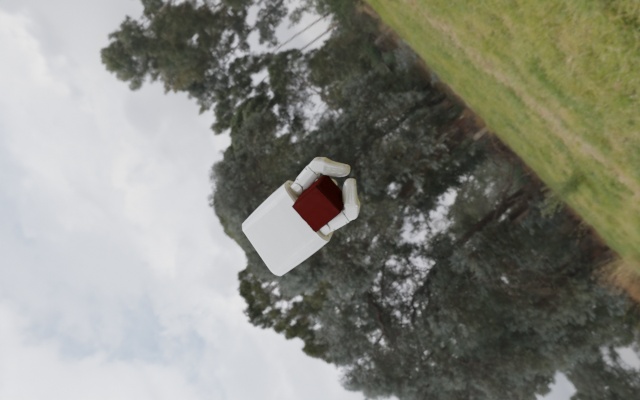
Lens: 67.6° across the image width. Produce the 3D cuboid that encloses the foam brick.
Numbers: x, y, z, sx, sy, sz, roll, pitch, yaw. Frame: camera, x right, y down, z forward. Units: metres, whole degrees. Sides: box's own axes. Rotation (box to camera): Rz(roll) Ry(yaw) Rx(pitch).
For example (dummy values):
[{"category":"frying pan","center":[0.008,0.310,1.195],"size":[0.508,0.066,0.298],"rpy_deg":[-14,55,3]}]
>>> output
[{"category":"foam brick","center":[0.000,0.002,0.706],"size":[0.051,0.053,0.078],"rpy_deg":[-39,6,18]}]
